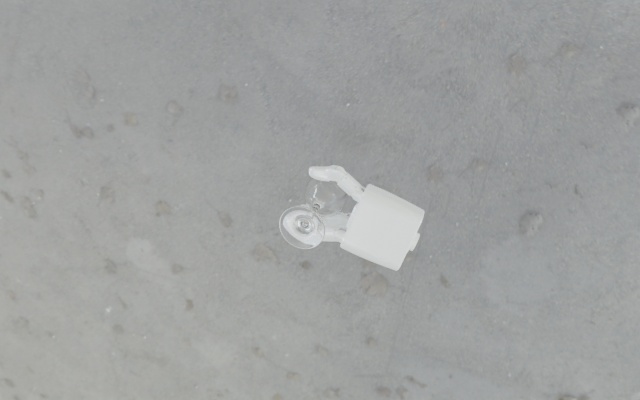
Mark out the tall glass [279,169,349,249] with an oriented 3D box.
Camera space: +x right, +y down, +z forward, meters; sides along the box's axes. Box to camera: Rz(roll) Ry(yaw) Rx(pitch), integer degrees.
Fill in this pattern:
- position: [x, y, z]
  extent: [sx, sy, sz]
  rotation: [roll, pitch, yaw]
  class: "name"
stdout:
- position: [0.000, 0.003, 0.816]
  extent: [0.079, 0.079, 0.201]
  rotation: [0, 24, 18]
  class: "tall glass"
